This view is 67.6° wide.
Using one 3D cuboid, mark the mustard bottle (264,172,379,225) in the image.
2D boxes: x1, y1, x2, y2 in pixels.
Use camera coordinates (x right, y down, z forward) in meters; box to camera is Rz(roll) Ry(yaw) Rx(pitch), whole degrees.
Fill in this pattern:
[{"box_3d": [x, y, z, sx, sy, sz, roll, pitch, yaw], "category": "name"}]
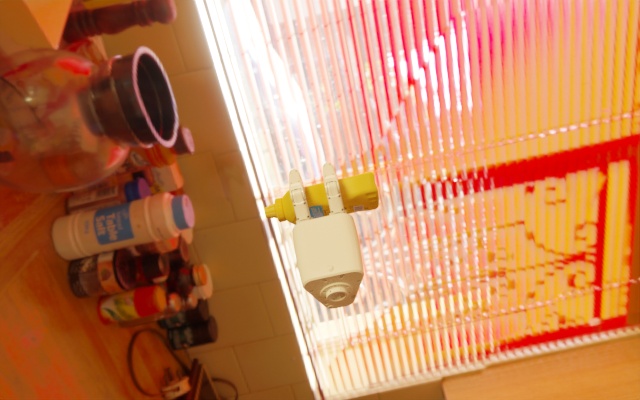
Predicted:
[{"box_3d": [0.000, 0.002, 0.806, 0.191, 0.058, 0.096, -12, -16, 2], "category": "mustard bottle"}]
